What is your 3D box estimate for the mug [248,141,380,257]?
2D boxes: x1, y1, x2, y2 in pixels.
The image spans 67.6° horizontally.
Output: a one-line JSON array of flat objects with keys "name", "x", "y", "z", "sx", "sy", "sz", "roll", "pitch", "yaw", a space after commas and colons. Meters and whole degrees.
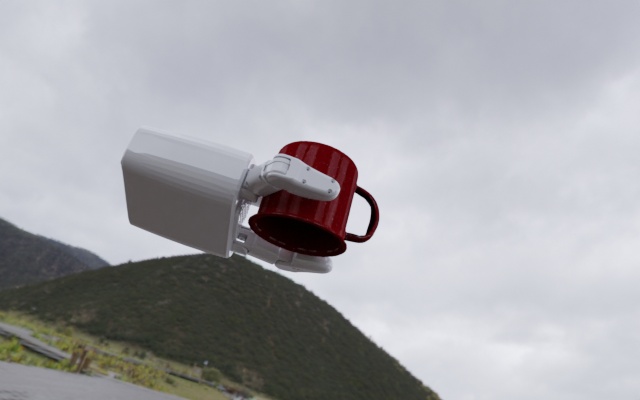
[{"name": "mug", "x": 0.002, "y": 0.002, "z": 0.449, "sx": 0.117, "sy": 0.081, "sz": 0.093, "roll": 17, "pitch": -24, "yaw": -2}]
